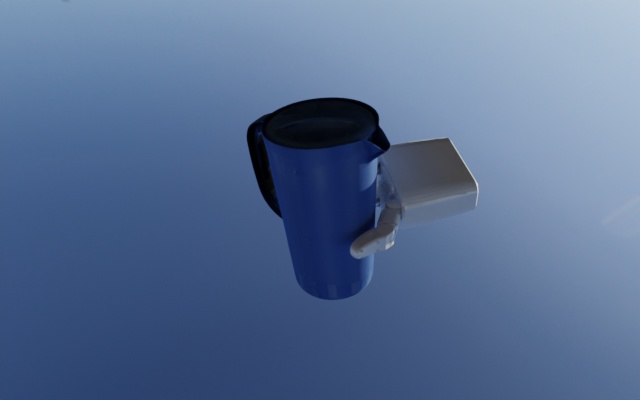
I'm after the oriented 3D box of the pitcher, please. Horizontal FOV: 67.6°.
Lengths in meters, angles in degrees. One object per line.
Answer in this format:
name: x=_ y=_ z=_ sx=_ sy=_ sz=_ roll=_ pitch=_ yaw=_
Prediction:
pitcher: x=0.000 y=0.002 z=0.601 sx=0.145 sy=0.243 sz=0.149 roll=-13 pitch=35 yaw=-10
